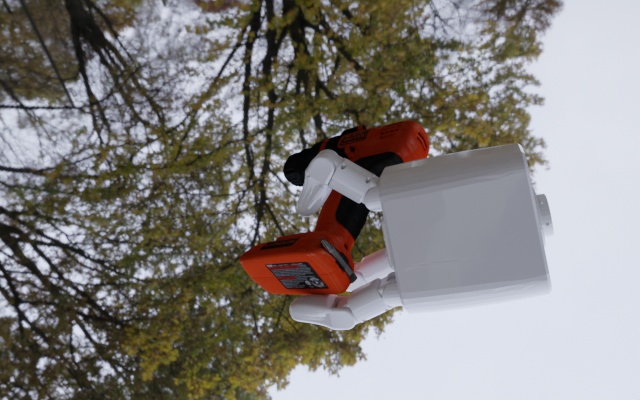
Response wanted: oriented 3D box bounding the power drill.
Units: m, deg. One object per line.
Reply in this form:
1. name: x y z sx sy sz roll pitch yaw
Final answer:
1. power drill: 0.000 0.002 0.468 0.184 0.187 0.057 -11 -52 43
